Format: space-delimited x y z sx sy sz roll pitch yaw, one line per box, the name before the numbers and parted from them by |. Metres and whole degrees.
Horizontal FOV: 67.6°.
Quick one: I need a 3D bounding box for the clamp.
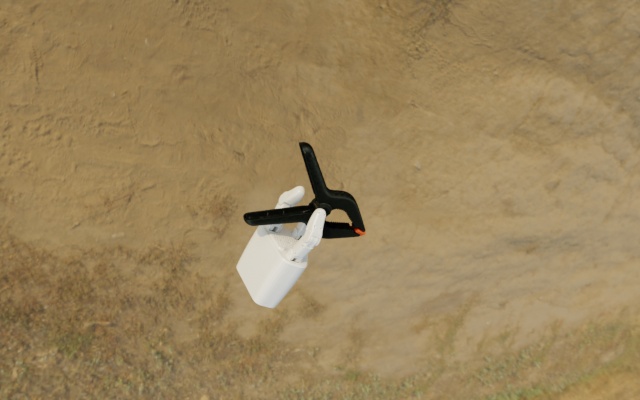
clamp | 0.001 0.003 0.789 0.210 0.165 0.036 22 24 -29
